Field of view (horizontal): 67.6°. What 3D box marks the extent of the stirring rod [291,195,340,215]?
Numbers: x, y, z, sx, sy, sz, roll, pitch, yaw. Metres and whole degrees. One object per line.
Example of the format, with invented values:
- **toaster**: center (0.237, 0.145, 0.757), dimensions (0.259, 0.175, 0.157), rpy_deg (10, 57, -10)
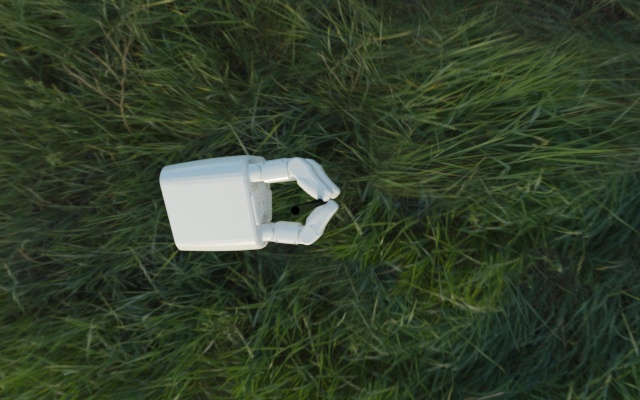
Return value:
- **stirring rod**: center (0.000, 0.002, 0.527), dimensions (0.011, 0.011, 0.239), rpy_deg (0, 3, 10)
